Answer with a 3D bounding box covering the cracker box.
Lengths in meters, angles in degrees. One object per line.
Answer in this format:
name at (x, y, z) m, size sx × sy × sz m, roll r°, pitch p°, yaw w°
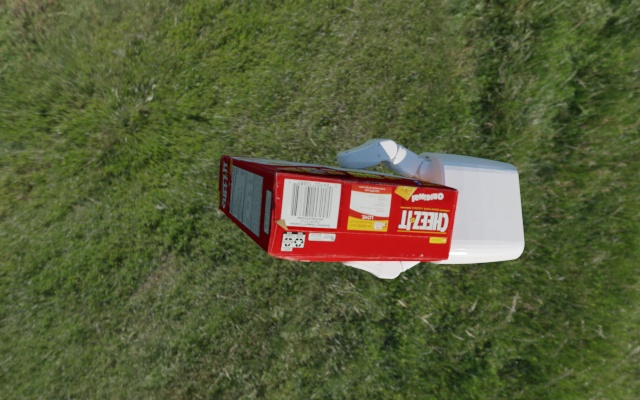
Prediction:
cracker box at (0.000, 0.001, 0.467) m, size 0.164 × 0.072 × 0.213 m, roll 4°, pitch 7°, yaw -23°
